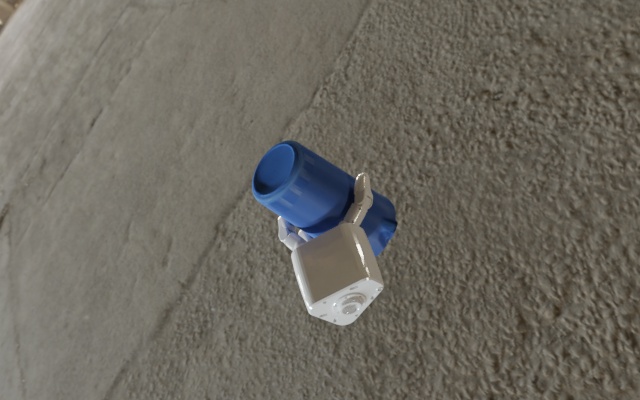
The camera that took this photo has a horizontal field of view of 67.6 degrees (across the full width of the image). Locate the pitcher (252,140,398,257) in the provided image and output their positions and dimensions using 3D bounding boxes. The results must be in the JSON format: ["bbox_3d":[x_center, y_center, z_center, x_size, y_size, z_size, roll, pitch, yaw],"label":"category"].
[{"bbox_3d":[0.000,0.003,0.798,0.149,0.145,0.243,-39,-47,20],"label":"pitcher"}]
